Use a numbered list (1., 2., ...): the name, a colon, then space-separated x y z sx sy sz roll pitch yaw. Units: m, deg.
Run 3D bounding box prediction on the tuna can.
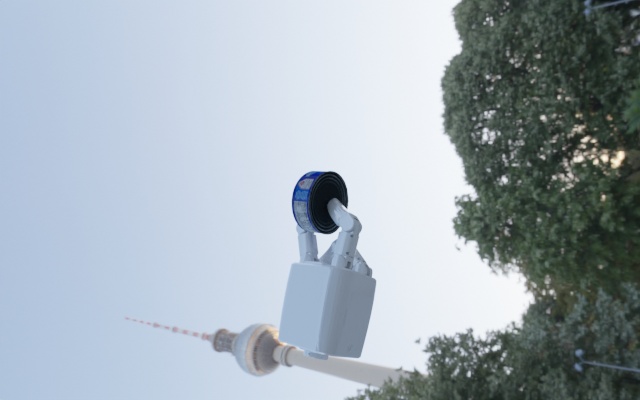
1. tuna can: 0.000 0.002 0.648 0.034 0.086 0.086 5 3 39
